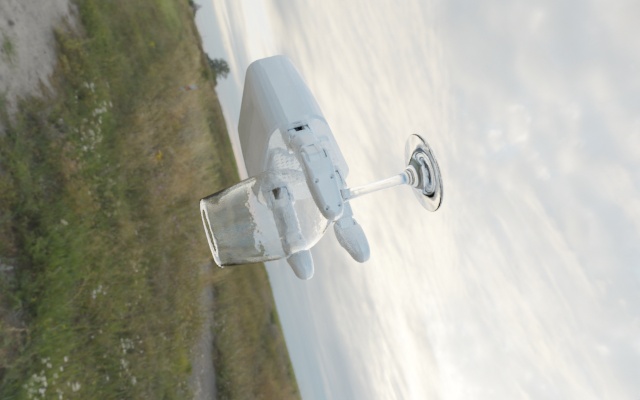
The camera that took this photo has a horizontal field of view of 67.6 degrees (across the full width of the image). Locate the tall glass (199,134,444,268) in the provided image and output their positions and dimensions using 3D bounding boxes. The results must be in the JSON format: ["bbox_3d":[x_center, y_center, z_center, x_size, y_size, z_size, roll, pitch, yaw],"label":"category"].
[{"bbox_3d":[0.001,0.001,0.422,0.201,0.079,0.079,-16,3,-10],"label":"tall glass"}]
